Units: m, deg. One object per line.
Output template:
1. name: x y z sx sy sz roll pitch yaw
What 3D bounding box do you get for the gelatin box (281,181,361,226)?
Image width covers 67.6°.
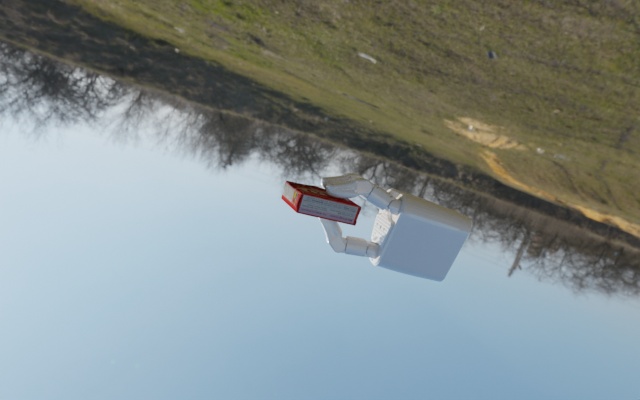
1. gelatin box: 0.000 0.002 0.645 0.089 0.030 0.073 12 11 -23
